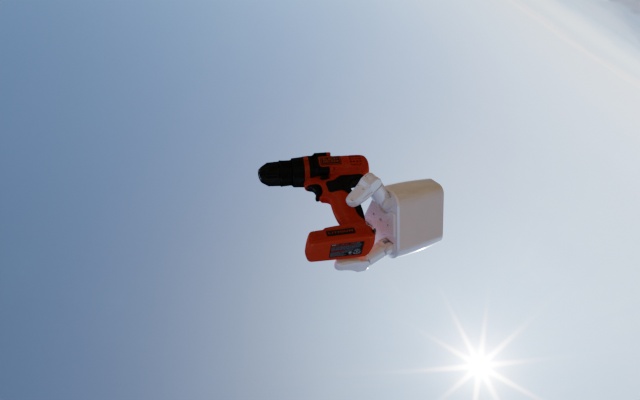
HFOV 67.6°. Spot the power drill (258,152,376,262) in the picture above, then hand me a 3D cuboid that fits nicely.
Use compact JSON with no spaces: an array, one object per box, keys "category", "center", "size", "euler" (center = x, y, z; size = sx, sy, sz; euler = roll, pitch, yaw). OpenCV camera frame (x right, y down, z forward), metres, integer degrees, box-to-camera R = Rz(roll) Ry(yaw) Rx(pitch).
[{"category":"power drill","center":[0.000,0.003,0.747],"size":[0.184,0.187,0.057],"euler":[-6,-38,-7]}]
